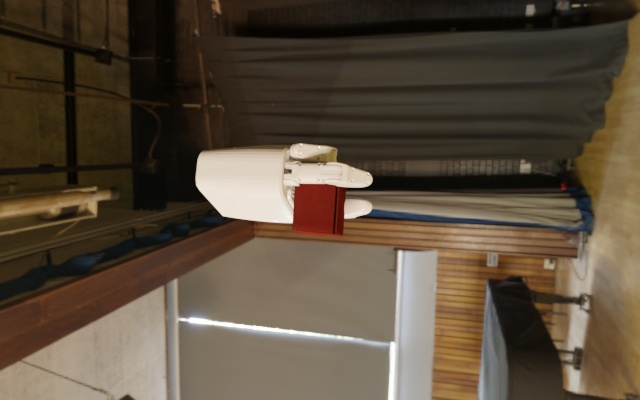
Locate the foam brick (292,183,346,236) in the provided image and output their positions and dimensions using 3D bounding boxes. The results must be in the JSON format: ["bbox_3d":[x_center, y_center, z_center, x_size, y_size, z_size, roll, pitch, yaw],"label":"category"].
[{"bbox_3d":[0.000,0.002,0.562,0.051,0.078,0.053,2,-8,12],"label":"foam brick"}]
